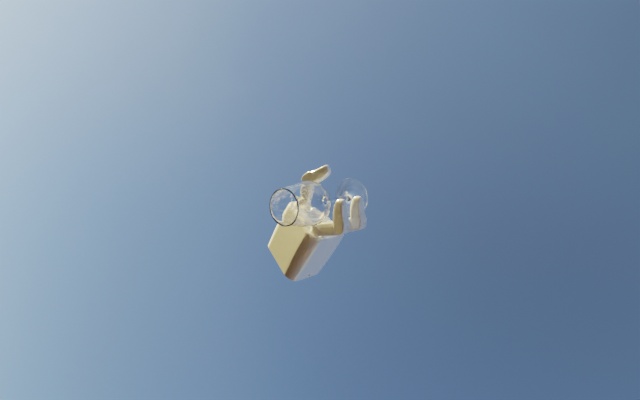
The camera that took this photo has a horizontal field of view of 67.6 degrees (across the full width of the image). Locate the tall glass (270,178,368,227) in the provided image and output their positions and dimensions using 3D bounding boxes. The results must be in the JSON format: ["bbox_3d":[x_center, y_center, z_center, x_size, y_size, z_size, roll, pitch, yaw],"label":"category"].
[{"bbox_3d":[0.001,0.003,0.841,0.079,0.079,0.201,0,5,37],"label":"tall glass"}]
